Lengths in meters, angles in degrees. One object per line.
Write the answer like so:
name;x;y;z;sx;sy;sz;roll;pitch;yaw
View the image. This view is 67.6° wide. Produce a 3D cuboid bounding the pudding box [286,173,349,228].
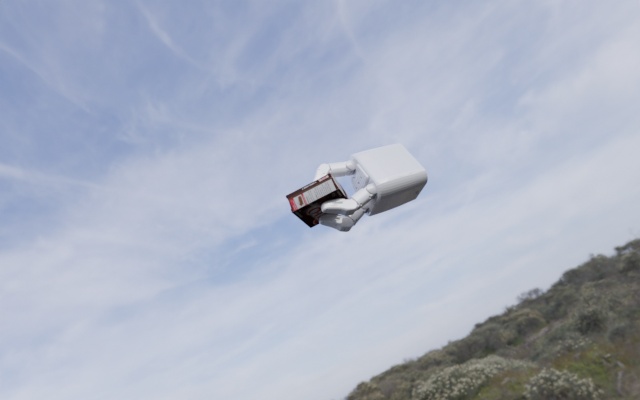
pudding box;0.000;0.003;0.839;0.090;0.039;0.113;-28;-24;7
